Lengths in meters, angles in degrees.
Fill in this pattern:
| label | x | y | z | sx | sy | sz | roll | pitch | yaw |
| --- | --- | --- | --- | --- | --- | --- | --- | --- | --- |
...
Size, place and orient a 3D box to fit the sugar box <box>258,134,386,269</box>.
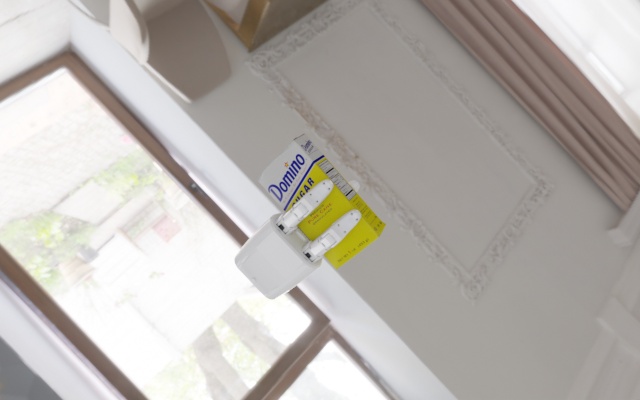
| label | x | y | z | sx | sy | sz | roll | pitch | yaw |
| --- | --- | --- | --- | --- | --- | --- | --- | --- | --- |
| sugar box | 0.000 | 0.003 | 0.677 | 0.093 | 0.176 | 0.048 | -43 | 1 | 31 |
